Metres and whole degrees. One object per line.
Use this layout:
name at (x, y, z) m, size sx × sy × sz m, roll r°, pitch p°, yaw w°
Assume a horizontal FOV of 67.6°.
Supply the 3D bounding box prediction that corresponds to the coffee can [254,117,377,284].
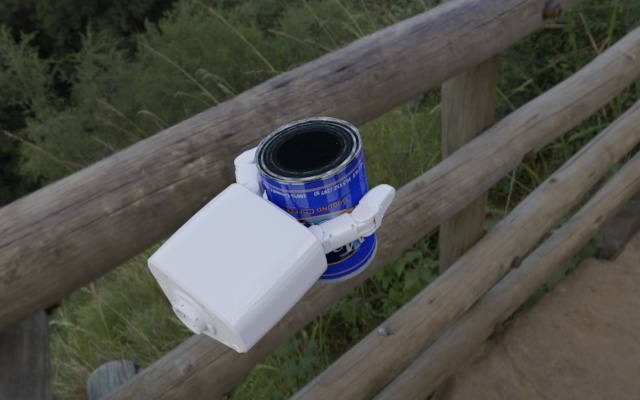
coffee can at (0.000, 0.002, 0.490) m, size 0.103 × 0.140 × 0.102 m, roll -8°, pitch 41°, yaw 7°
